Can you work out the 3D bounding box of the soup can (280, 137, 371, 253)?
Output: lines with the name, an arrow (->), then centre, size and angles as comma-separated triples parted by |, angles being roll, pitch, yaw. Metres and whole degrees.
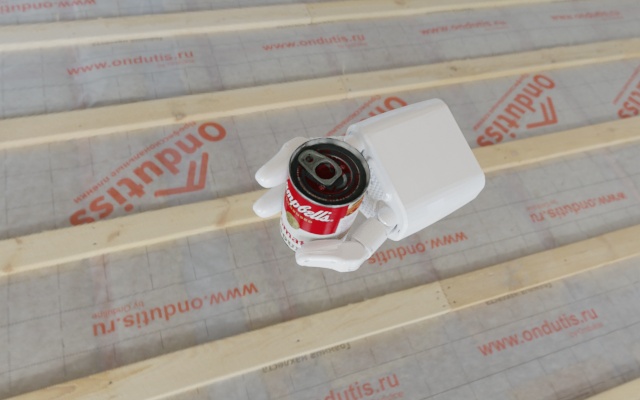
soup can -> 0.000, 0.002, 0.429 | 0.068, 0.068, 0.102 | 0, -31, -10
